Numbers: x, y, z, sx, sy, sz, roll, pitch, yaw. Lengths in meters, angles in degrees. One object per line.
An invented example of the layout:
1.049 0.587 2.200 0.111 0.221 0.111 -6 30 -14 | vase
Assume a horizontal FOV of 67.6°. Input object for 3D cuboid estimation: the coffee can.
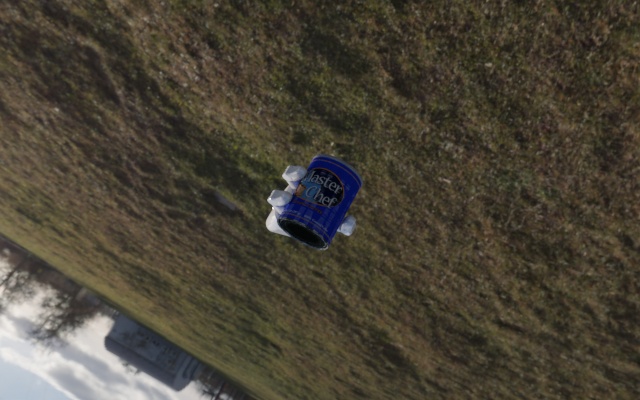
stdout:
0.000 0.003 0.853 0.103 0.140 0.103 25 -21 10 | coffee can
